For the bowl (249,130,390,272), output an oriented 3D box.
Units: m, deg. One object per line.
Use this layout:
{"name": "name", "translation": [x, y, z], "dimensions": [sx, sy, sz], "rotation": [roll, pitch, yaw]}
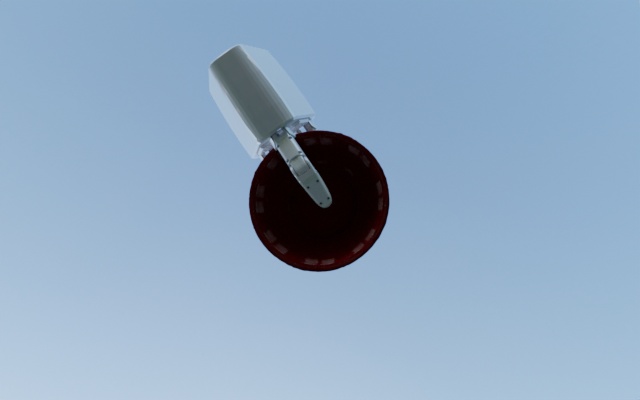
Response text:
{"name": "bowl", "translation": [0.001, 0.003, 0.566], "dimensions": [0.162, 0.162, 0.055], "rotation": [0, -5, 7]}
